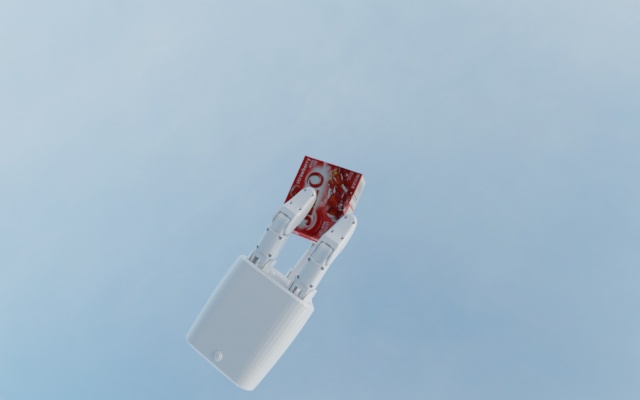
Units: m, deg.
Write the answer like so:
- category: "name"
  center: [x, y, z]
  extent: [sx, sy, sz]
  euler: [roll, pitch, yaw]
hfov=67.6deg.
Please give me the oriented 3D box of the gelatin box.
- category: "gelatin box"
  center: [0.000, 0.002, 0.540]
  extent: [0.073, 0.089, 0.030]
  euler: [20, -14, 19]
